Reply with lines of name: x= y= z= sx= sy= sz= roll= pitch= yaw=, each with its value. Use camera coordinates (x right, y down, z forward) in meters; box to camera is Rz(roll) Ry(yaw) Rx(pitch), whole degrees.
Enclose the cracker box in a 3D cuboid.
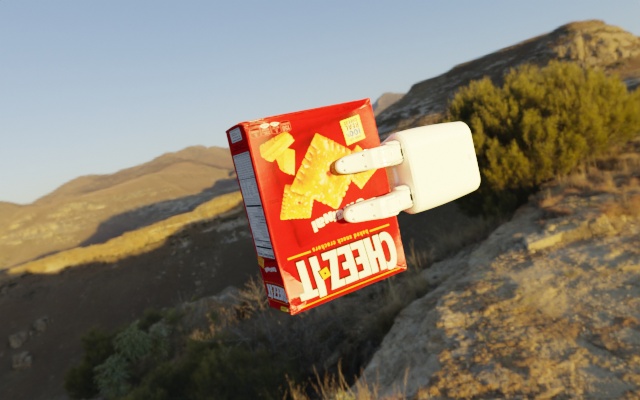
cracker box: x=0.000 y=0.002 z=0.557 sx=0.164 sy=0.214 sz=0.072 roll=-16 pitch=6 yaw=-27
